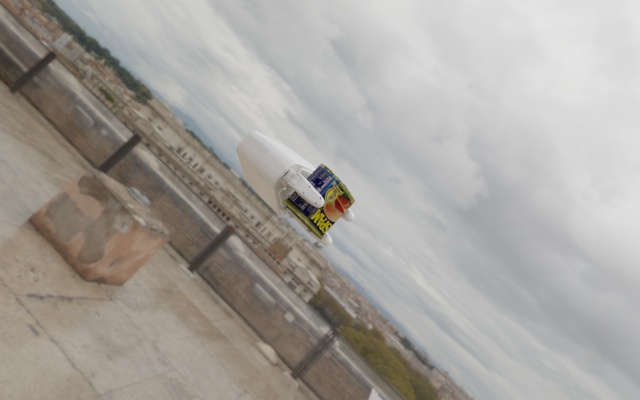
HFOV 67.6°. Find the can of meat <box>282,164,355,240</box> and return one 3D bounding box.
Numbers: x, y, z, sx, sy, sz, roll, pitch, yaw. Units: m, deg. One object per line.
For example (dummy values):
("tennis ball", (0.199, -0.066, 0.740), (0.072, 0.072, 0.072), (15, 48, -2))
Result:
("can of meat", (0.000, 0.002, 0.745), (0.057, 0.084, 0.102), (40, -6, 30))
